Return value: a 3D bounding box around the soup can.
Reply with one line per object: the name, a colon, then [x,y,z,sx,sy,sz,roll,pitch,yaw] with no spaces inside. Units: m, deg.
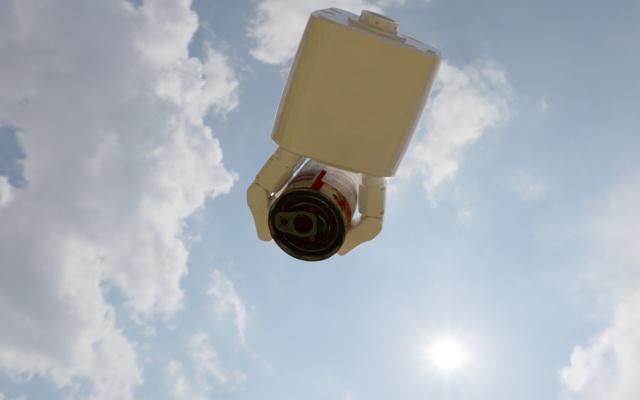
soup can: [0.000,0.002,0.441,0.068,0.068,0.102,0,24,15]
